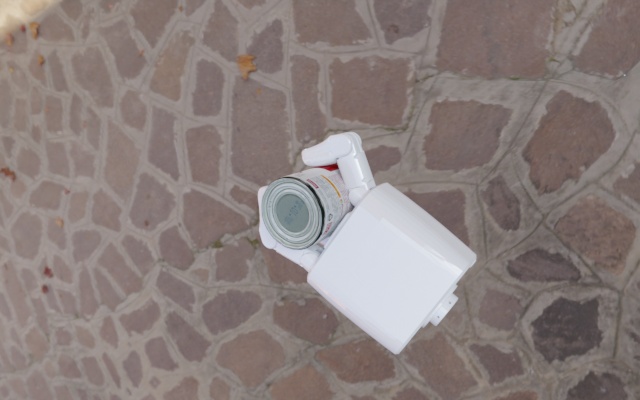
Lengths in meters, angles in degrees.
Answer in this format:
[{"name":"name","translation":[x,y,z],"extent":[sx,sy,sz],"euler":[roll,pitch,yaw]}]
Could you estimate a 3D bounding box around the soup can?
[{"name":"soup can","translation":[0.000,0.001,0.456],"extent":[0.068,0.068,0.102],"euler":[0,13,32]}]
